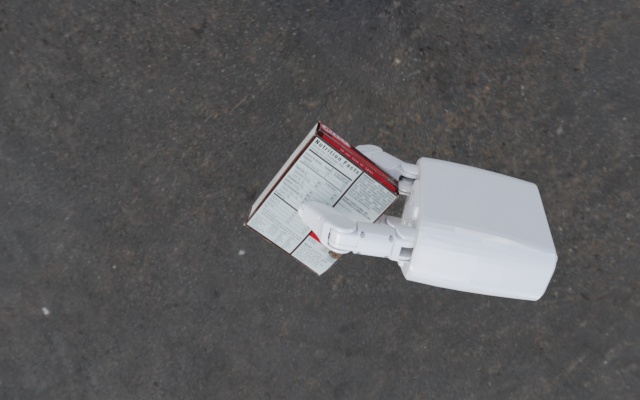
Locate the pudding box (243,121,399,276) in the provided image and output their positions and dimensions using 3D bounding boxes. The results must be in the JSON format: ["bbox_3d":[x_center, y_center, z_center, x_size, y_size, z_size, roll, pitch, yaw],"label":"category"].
[{"bbox_3d":[0.000,0.001,0.422,0.090,0.113,0.039,37,23,-11],"label":"pudding box"}]
